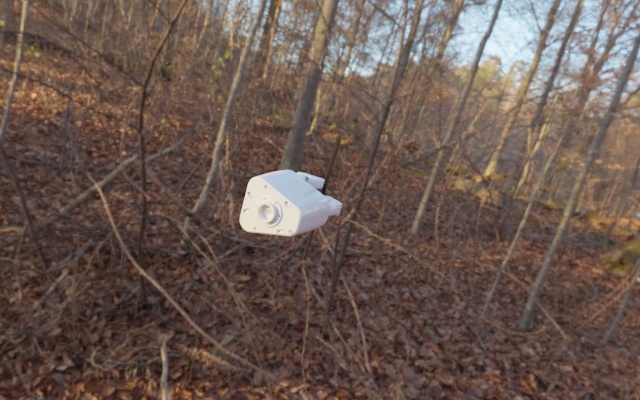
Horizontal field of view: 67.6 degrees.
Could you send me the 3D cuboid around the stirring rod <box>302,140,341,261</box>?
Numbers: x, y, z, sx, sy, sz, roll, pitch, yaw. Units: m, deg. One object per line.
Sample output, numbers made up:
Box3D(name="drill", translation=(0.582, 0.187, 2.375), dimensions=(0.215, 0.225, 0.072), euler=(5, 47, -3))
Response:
Box3D(name="stirring rod", translation=(0.000, 0.003, 0.896), dimensions=(0.011, 0.239, 0.011), euler=(15, 15, -4))
